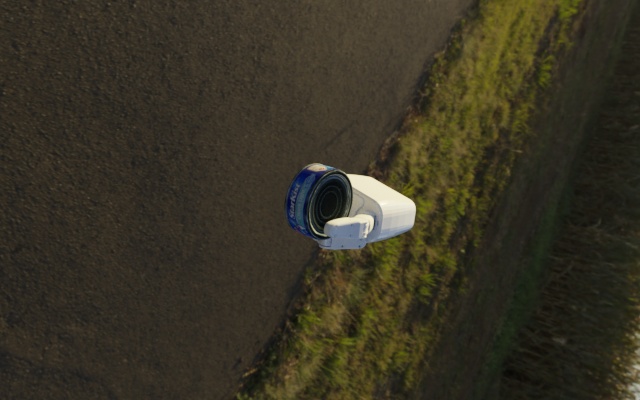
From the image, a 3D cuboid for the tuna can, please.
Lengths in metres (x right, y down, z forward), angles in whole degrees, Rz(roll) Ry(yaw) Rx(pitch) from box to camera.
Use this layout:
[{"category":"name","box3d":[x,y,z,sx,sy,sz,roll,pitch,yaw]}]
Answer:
[{"category":"tuna can","box3d":[0.000,0.002,0.553,0.033,0.086,0.086,18,11,38]}]
